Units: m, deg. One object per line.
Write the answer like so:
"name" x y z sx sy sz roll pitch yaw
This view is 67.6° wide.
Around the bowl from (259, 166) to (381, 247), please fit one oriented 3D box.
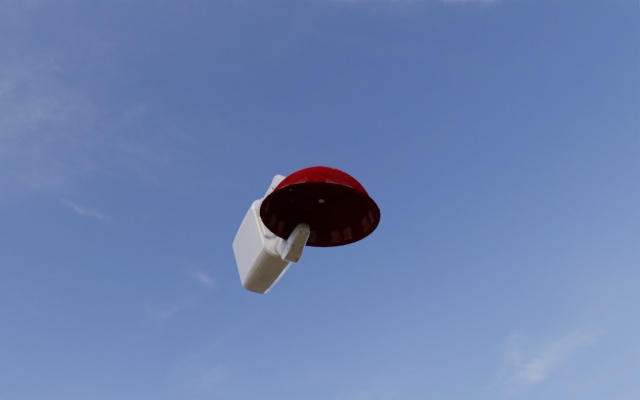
"bowl" 0.001 0.001 0.651 0.162 0.055 0.162 2 -34 1
